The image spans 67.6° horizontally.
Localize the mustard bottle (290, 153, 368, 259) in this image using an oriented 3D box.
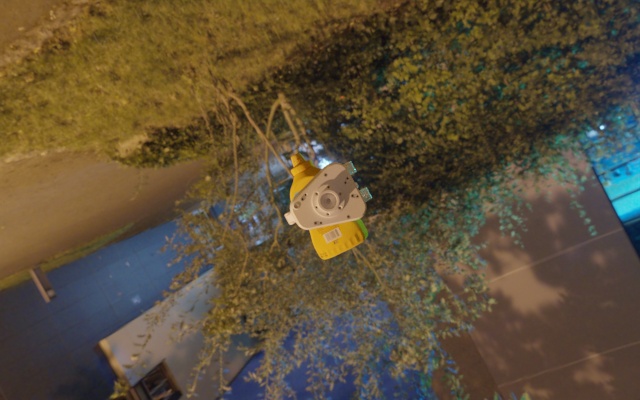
[{"bbox_3d":[0.000,0.003,0.853,0.096,0.191,0.058,-28,2,24],"label":"mustard bottle"}]
